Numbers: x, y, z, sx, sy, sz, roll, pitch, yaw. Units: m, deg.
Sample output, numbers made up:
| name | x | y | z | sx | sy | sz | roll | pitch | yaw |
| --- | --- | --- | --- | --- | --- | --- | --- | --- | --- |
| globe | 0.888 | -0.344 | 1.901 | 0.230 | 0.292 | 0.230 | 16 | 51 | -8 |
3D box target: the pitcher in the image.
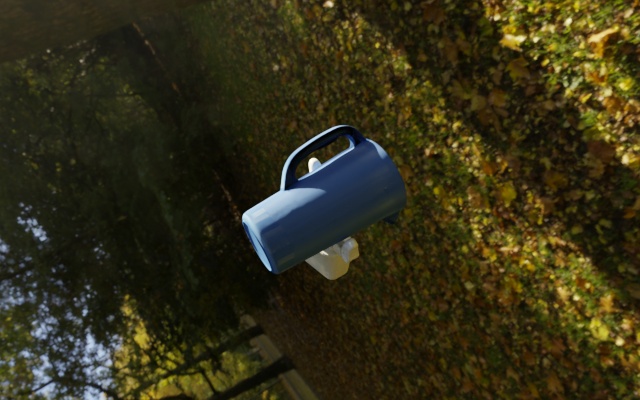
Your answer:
| name | x | y | z | sx | sy | sz | roll | pitch | yaw |
| --- | --- | --- | --- | --- | --- | --- | --- | --- | --- |
| pitcher | 0.000 | 0.003 | 0.755 | 0.243 | 0.149 | 0.145 | -29 | -29 | -16 |
